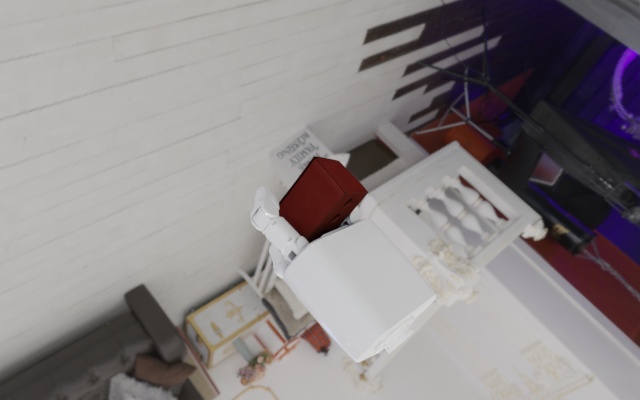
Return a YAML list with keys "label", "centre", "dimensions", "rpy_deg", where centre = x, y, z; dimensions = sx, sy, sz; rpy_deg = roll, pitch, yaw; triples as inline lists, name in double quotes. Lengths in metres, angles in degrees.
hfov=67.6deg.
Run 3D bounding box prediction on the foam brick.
- label: "foam brick"
  centre: [0.000, 0.001, 0.490]
  dimensions: [0.051, 0.078, 0.053]
  rpy_deg: [48, 24, 22]
